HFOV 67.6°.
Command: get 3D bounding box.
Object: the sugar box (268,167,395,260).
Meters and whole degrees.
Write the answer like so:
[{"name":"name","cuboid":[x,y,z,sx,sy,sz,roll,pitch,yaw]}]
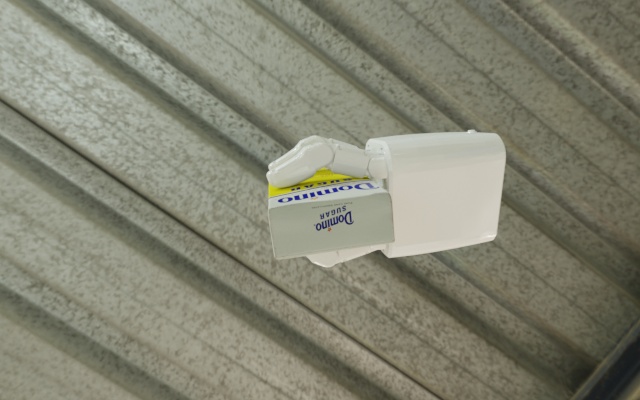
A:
[{"name":"sugar box","cuboid":[0.000,0.001,0.431,0.093,0.048,0.176,-8,10,-5]}]
